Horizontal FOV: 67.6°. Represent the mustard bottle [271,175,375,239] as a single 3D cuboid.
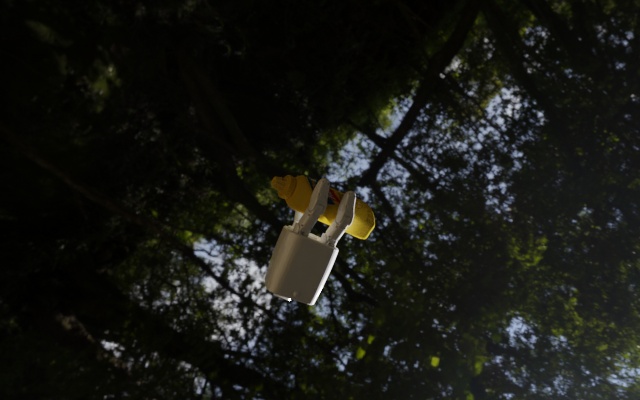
[{"bbox_3d":[0.001,0.003,0.837,0.192,0.058,0.096,23,23,-26],"label":"mustard bottle"}]
